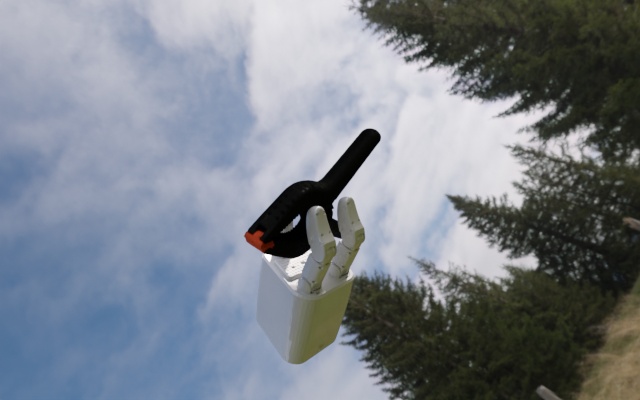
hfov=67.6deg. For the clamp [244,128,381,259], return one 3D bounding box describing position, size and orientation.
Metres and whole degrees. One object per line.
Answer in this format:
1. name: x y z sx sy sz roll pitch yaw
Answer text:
1. clamp: -0.001 0.002 0.562 0.036 0.165 0.210 27 29 32
